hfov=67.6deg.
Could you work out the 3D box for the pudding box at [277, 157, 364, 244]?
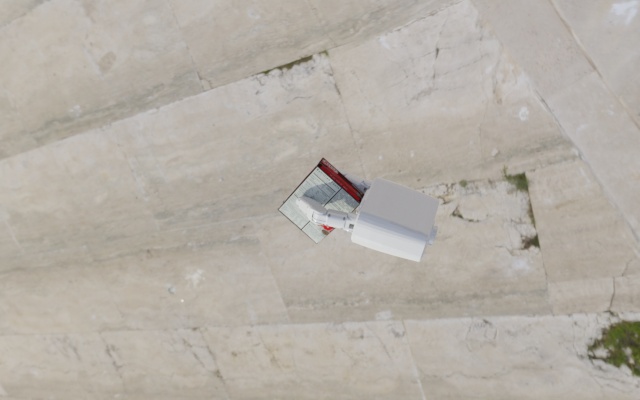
[{"bbox_3d":[0.000,0.003,0.748,0.113,0.090,0.039,-46,4,29],"label":"pudding box"}]
